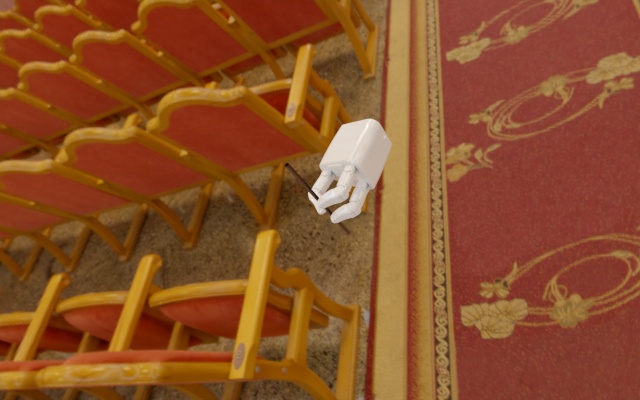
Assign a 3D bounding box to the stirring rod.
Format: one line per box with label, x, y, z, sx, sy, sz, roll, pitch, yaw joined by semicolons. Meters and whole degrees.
stirring rod;0.000;0.003;0.890;0.011;0.011;0.240;0;-32;34
